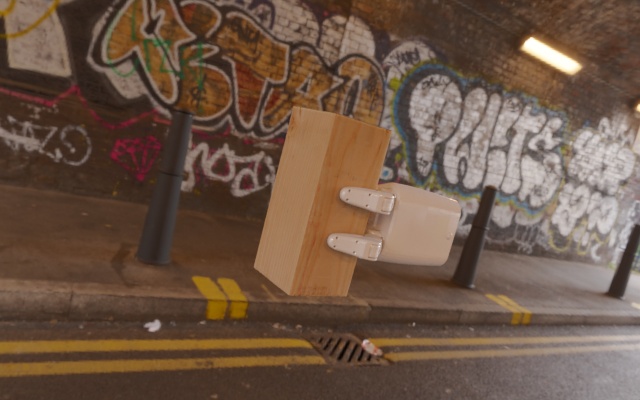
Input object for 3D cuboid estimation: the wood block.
[{"bbox_3d":[0.000,0.002,0.575,0.090,0.206,0.091,9,9,-37],"label":"wood block"}]
